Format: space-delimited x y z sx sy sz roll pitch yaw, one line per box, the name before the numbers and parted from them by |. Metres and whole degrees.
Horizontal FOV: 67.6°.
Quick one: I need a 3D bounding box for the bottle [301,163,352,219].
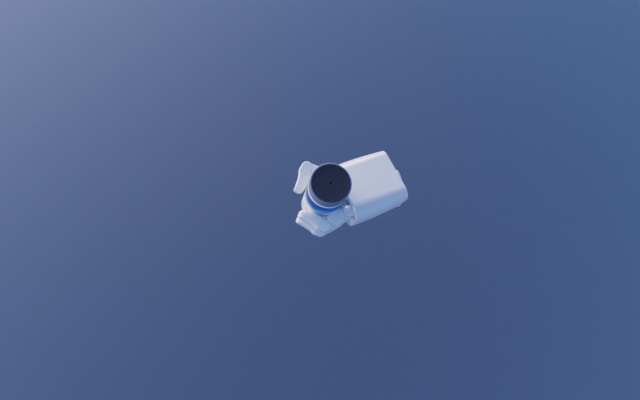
bottle | 0.000 0.003 0.882 0.069 0.069 0.296 0 -12 -6
